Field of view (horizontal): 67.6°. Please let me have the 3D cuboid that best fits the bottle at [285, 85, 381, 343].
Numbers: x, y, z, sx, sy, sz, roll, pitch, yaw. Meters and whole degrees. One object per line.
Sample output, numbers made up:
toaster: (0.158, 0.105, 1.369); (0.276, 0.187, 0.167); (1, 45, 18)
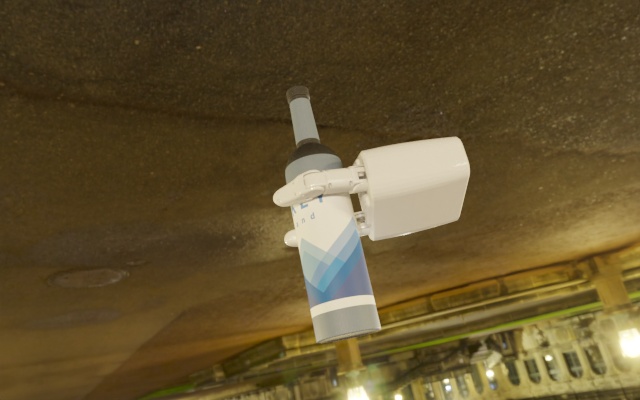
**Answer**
bottle: (0.000, 0.002, 0.531); (0.069, 0.295, 0.069); (-11, -21, -4)
